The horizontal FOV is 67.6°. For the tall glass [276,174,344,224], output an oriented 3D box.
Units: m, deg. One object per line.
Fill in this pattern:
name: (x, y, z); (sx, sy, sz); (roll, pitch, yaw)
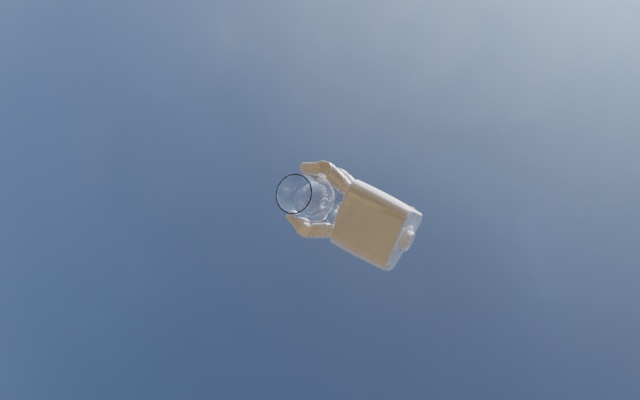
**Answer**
tall glass: (0.000, 0.003, 0.804); (0.079, 0.079, 0.201); (0, -7, 25)
